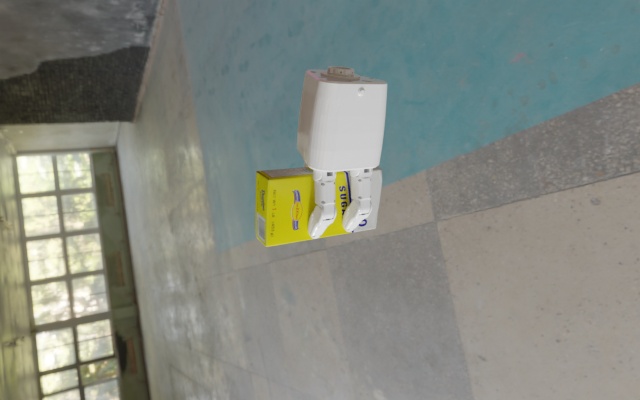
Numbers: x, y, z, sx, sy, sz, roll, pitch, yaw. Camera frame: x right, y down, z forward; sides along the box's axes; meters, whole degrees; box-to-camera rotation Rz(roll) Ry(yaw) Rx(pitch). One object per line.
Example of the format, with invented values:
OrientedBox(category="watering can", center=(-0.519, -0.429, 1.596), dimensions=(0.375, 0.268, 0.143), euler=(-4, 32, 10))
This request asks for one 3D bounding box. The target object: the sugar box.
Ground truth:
OrientedBox(category="sugar box", center=(0.000, 0.002, 0.645), dimensions=(0.176, 0.093, 0.048), euler=(-7, 22, -28))
